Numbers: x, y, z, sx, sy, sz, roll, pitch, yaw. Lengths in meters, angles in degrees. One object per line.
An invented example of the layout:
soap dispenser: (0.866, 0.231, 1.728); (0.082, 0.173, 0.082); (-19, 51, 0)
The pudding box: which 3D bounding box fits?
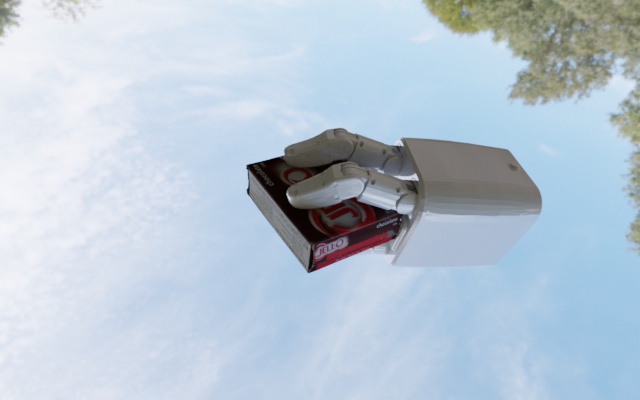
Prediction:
pudding box: (0.000, 0.001, 0.410); (0.090, 0.039, 0.113); (-17, 44, -30)
